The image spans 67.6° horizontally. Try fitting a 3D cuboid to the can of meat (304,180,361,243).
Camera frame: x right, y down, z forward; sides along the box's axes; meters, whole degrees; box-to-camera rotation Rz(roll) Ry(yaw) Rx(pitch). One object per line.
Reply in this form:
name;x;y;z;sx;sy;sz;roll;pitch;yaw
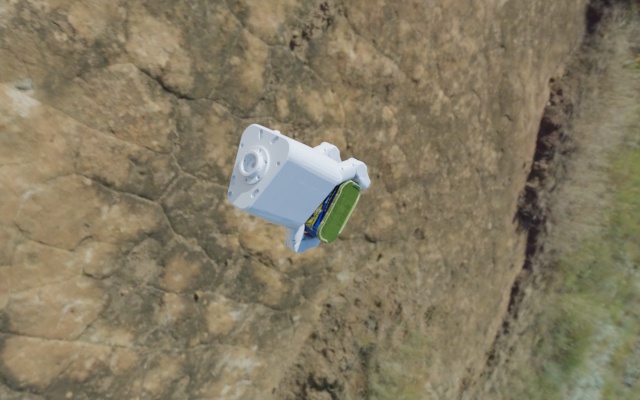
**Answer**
can of meat;0.000;0.003;0.704;0.084;0.102;0.057;29;2;38
